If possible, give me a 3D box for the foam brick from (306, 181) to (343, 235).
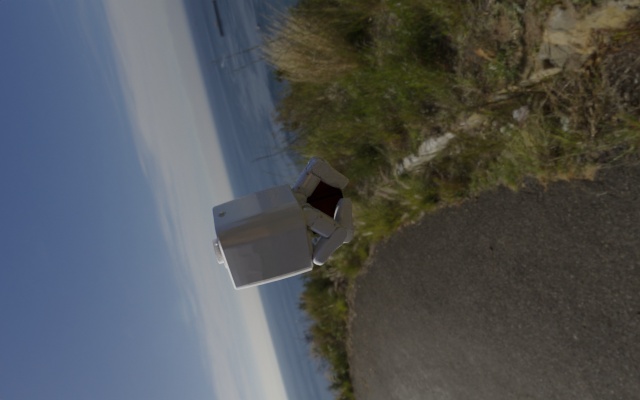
[{"bbox_3d":[0.000,0.002,0.672,0.051,0.053,0.078,-17,26,-8],"label":"foam brick"}]
